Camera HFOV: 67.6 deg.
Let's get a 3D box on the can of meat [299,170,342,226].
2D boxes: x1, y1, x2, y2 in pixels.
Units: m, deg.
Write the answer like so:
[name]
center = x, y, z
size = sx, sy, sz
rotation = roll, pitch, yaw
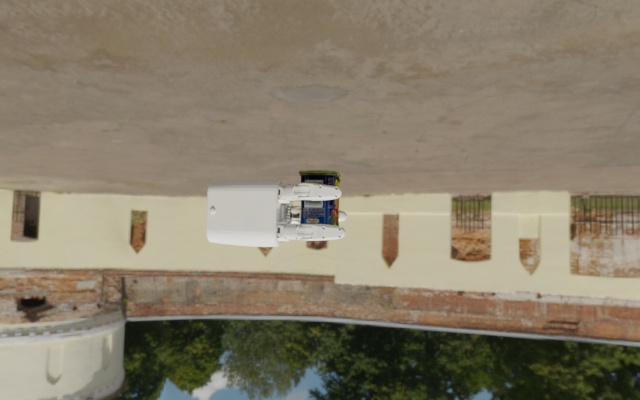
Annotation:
[can of meat]
center = 0.000, 0.003, 0.713
size = 0.057, 0.084, 0.102
rotation = 1, -4, 7
